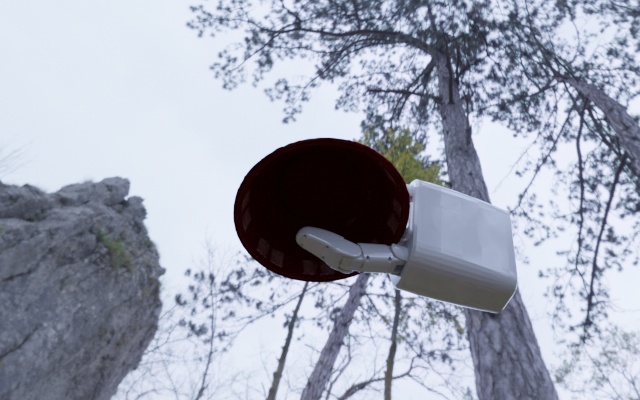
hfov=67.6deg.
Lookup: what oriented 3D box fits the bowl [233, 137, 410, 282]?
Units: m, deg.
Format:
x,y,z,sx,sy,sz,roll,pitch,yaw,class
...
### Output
x,y,z,sx,sy,sz,roll,pitch,yaw,class
-0.001,0.001,0.455,0.162,0.162,0.055,0,35,-5,bowl
